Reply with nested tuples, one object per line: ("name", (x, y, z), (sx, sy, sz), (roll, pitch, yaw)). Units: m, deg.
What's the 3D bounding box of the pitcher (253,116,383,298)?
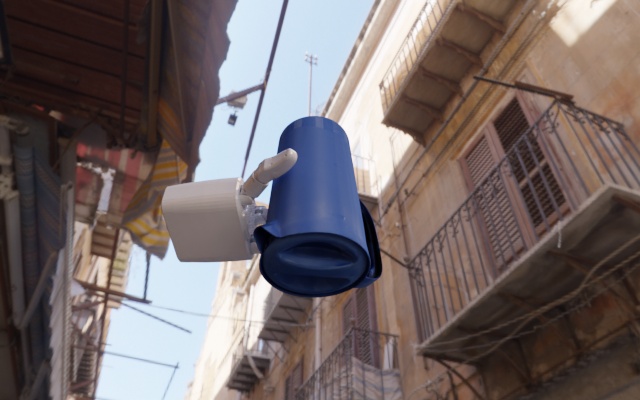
("pitcher", (0.000, 0.002, 0.650), (0.145, 0.242, 0.149), (-7, -44, 7))
